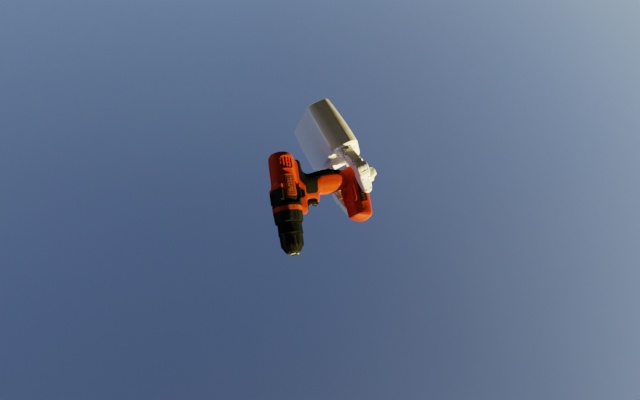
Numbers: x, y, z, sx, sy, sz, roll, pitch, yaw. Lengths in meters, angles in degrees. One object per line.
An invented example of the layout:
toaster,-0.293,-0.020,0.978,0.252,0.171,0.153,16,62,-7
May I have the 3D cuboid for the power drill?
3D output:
power drill,0.000,0.003,0.859,0.187,0.184,0.057,-1,-14,-31
